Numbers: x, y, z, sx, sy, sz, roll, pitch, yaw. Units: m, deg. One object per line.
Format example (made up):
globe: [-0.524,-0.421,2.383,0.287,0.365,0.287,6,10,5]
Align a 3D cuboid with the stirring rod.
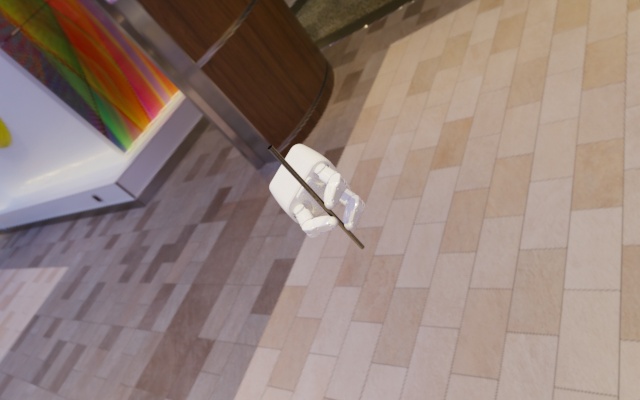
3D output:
stirring rod: [0.000,0.002,0.707,0.011,0.011,0.240,0,-38,46]
